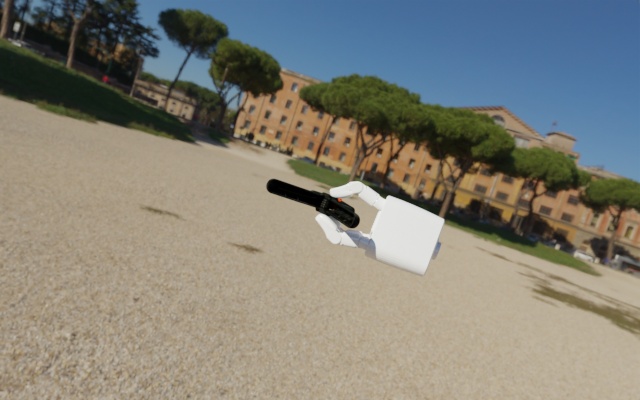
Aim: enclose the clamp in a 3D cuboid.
[{"bbox_3d":[0.001,0.002,0.843,0.164,0.036,0.210,24,5,8],"label":"clamp"}]
